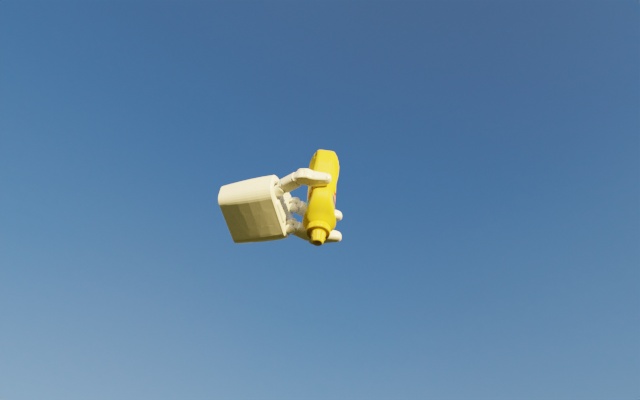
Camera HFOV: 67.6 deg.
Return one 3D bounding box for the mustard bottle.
[{"bbox_3d":[0.000,0.003,0.856,0.058,0.191,0.096,8,-45,-3],"label":"mustard bottle"}]
